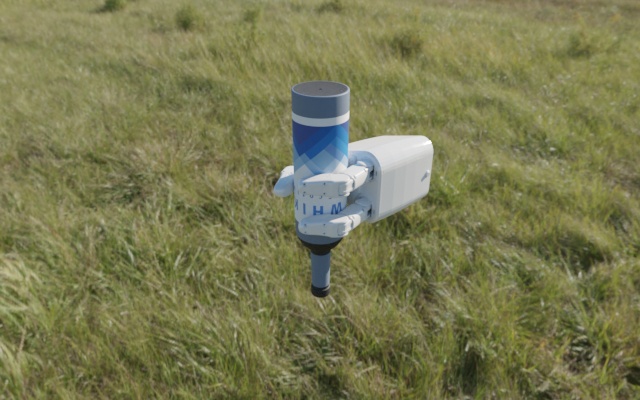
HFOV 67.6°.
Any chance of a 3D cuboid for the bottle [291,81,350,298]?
[{"bbox_3d":[0.000,0.002,0.611,0.069,0.296,0.069,0,29,0],"label":"bottle"}]
